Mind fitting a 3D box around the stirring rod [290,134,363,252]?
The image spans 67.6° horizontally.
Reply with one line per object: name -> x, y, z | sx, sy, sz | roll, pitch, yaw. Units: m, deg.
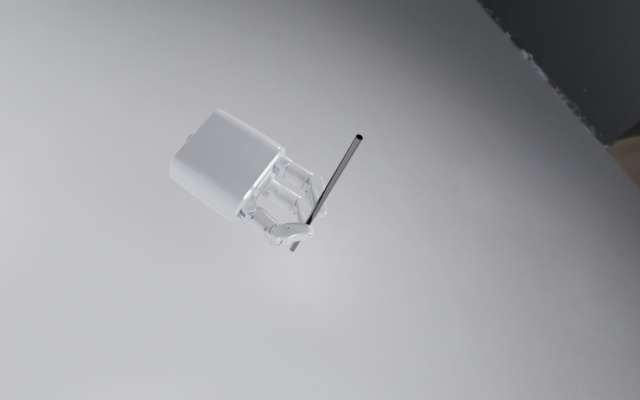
stirring rod -> 0.000, 0.002, 0.581 | 0.011, 0.011, 0.240 | 0, -34, -23
